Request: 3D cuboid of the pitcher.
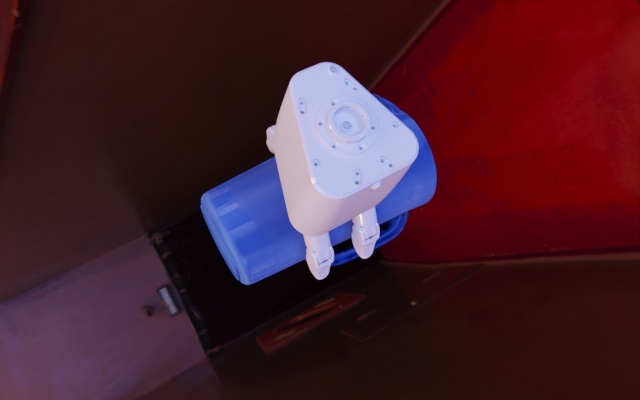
[{"bbox_3d":[0.000,0.002,0.541,0.243,0.149,0.145,-27,-10,-17],"label":"pitcher"}]
